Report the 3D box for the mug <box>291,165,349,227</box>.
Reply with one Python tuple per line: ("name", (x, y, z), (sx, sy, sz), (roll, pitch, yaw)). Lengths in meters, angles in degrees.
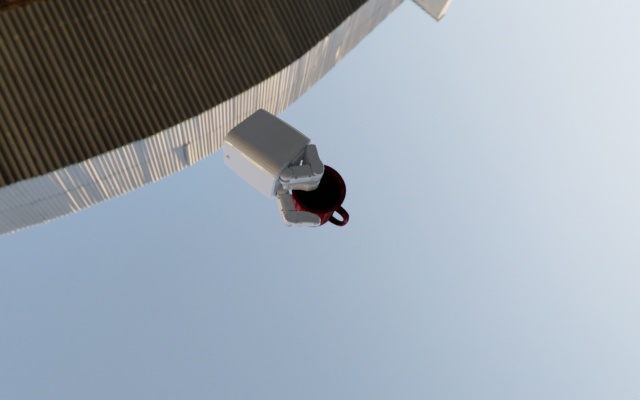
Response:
("mug", (0.001, 0.004, 0.823), (0.117, 0.093, 0.081), (36, -26, 6))
